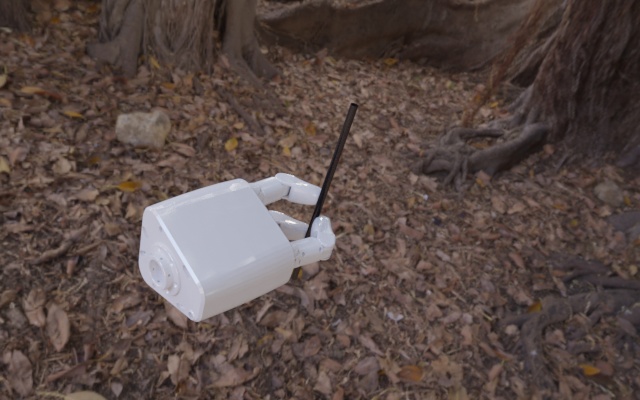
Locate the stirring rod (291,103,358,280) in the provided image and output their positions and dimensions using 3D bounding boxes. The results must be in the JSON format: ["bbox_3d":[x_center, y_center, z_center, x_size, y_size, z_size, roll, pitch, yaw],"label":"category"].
[{"bbox_3d":[0.000,0.002,0.531,0.011,0.240,0.011,13,34,-9],"label":"stirring rod"}]
